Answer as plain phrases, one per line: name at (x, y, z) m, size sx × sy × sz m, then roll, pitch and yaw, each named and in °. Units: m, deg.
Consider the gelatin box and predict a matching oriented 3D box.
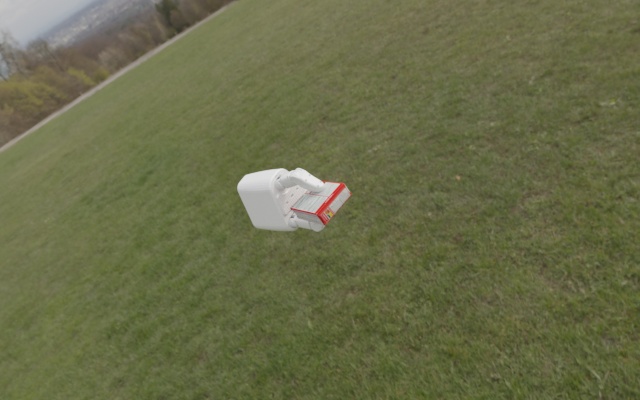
gelatin box at (0.000, 0.002, 0.814) m, size 0.073 × 0.030 × 0.089 m, roll -48°, pitch 28°, yaw -20°
